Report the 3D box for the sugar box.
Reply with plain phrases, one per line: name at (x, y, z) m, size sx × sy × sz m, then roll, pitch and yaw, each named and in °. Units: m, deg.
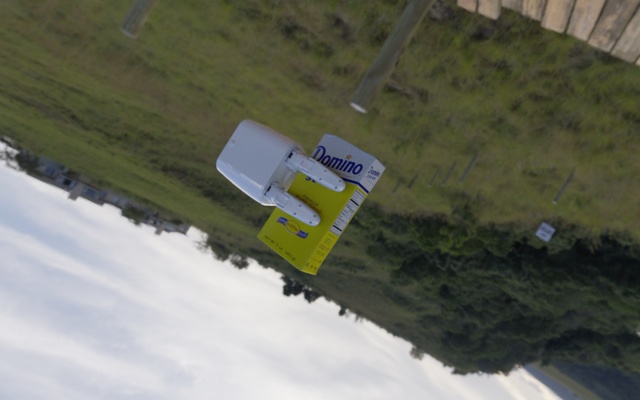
sugar box at (0.000, 0.002, 0.646) m, size 0.093 × 0.176 × 0.048 m, roll 32°, pitch 1°, yaw 33°
